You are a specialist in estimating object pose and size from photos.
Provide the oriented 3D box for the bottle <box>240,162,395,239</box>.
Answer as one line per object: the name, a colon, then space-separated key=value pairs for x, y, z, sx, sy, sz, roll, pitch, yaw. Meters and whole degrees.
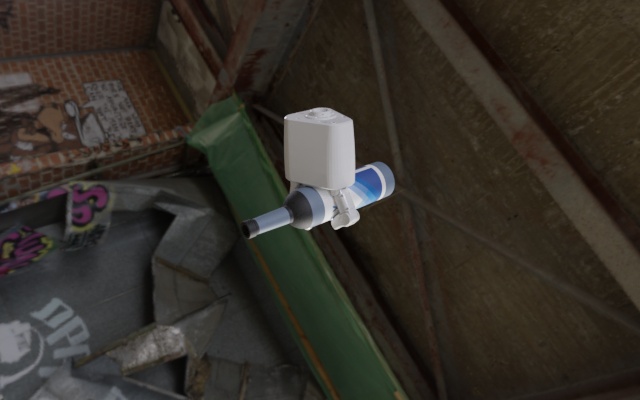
bottle: x=0.000 y=0.003 z=0.793 sx=0.295 sy=0.069 sz=0.069 roll=-21 pitch=12 yaw=-36
